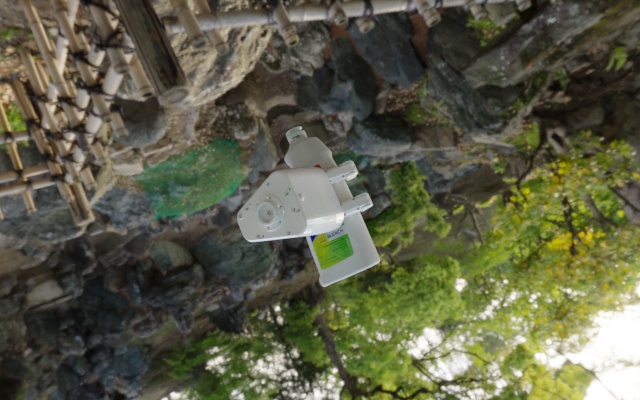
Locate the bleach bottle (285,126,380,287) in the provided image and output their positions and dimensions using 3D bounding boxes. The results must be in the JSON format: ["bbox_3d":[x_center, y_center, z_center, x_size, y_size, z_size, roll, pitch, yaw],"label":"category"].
[{"bbox_3d":[0.000,0.003,0.765,0.102,0.251,0.068,-28,-9,27],"label":"bleach bottle"}]
